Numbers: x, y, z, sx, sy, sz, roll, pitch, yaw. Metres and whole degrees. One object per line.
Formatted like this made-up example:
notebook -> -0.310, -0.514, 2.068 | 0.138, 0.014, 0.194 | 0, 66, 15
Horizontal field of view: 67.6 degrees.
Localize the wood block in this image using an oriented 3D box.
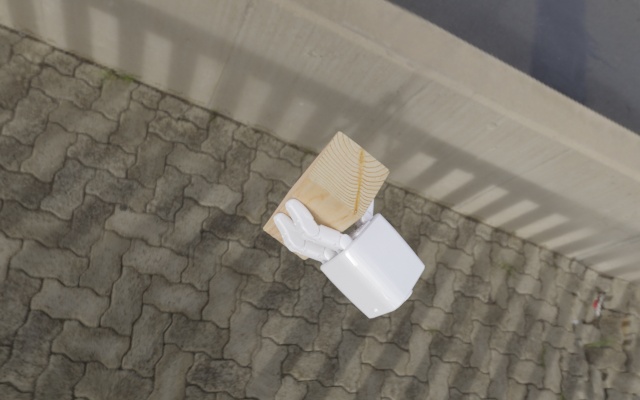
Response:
wood block -> 0.001, 0.002, 0.702 | 0.090, 0.090, 0.206 | 37, -32, -5
